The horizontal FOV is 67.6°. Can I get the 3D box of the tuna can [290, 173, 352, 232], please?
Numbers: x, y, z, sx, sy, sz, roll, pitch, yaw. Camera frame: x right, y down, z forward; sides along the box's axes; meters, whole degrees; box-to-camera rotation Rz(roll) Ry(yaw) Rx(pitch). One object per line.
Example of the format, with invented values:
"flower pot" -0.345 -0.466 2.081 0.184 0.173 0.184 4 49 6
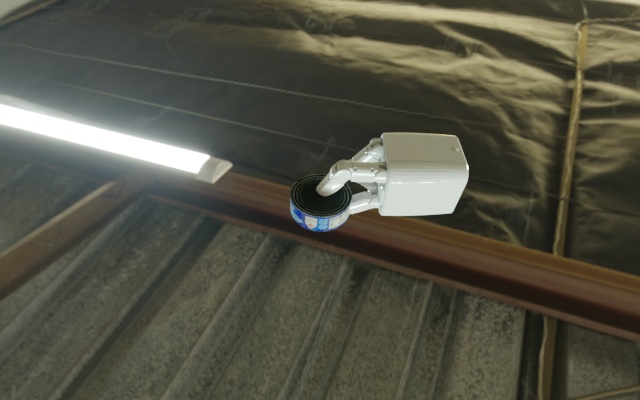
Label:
"tuna can" 0.000 0.003 0.664 0.086 0.086 0.034 2 -45 -2
